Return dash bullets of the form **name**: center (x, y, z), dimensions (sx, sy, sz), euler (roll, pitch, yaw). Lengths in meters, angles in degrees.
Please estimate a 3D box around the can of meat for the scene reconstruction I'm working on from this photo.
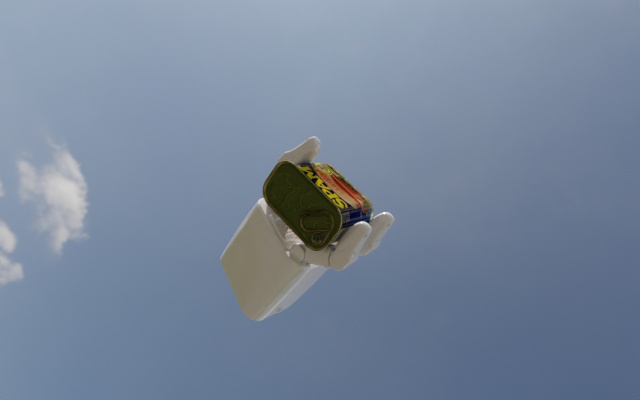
- **can of meat**: center (0.000, 0.002, 0.535), dimensions (0.102, 0.057, 0.084), euler (45, 25, 20)
